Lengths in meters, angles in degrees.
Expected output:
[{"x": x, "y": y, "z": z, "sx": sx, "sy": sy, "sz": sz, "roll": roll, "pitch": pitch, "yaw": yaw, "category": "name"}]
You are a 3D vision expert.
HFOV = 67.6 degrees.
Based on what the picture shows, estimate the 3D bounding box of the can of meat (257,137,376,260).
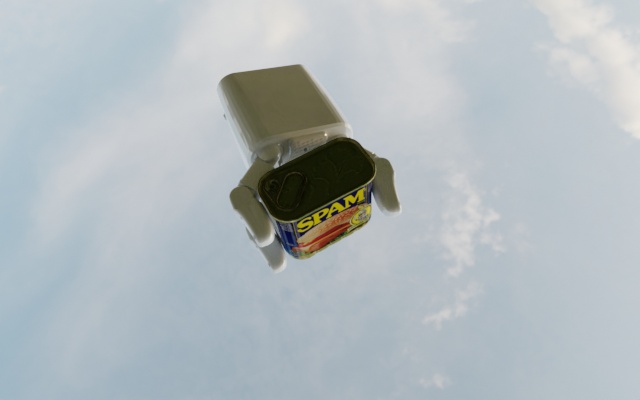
[{"x": 0.000, "y": 0.002, "z": 0.447, "sx": 0.102, "sy": 0.057, "sz": 0.084, "roll": -28, "pitch": -30, "yaw": -11, "category": "can of meat"}]
